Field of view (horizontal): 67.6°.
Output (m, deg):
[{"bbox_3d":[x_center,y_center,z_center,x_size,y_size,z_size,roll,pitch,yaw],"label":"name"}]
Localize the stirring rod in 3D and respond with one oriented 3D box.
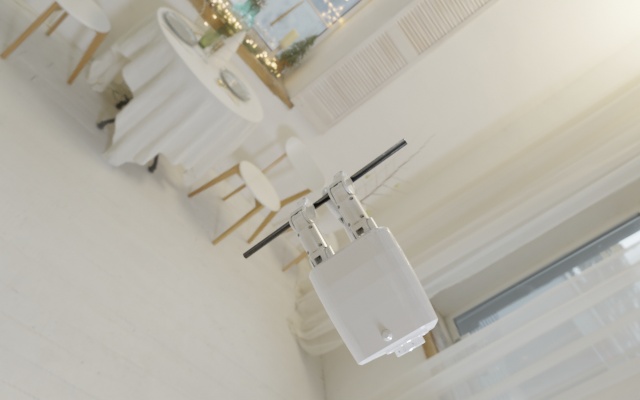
[{"bbox_3d":[0.000,0.002,0.561,0.239,0.011,0.011,-36,-11,16],"label":"stirring rod"}]
